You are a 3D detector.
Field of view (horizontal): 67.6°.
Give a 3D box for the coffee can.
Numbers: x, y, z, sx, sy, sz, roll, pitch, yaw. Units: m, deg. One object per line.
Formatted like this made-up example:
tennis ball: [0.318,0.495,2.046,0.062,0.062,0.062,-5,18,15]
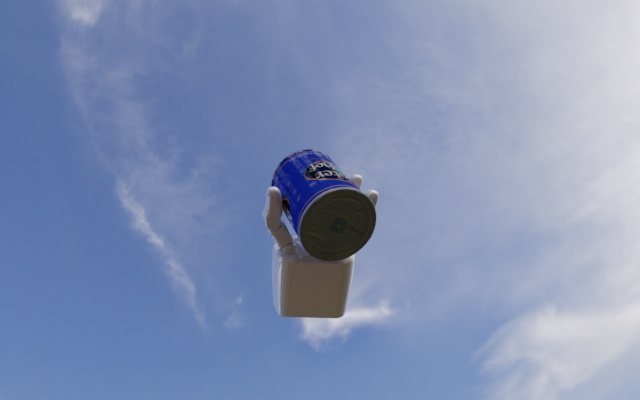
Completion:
coffee can: [0.000,0.002,0.649,0.103,0.103,0.140,0,26,-22]
